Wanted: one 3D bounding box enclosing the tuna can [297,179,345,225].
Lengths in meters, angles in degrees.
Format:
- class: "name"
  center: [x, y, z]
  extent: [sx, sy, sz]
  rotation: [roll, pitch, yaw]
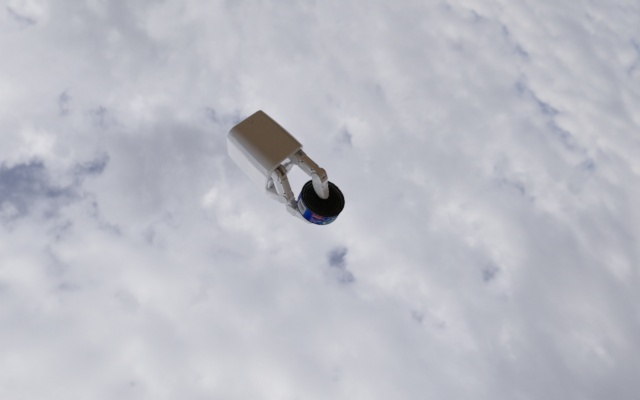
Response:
- class: "tuna can"
  center: [0.000, 0.003, 0.888]
  extent: [0.086, 0.086, 0.034]
  rotation: [0, -33, -23]
